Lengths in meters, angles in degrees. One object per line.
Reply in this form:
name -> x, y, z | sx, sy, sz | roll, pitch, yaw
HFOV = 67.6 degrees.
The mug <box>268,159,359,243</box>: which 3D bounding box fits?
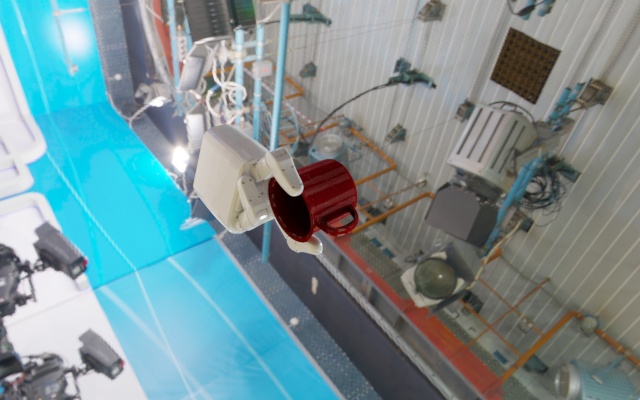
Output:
mug -> 0.001, 0.003, 0.602 | 0.081, 0.093, 0.117 | -24, 47, -32
